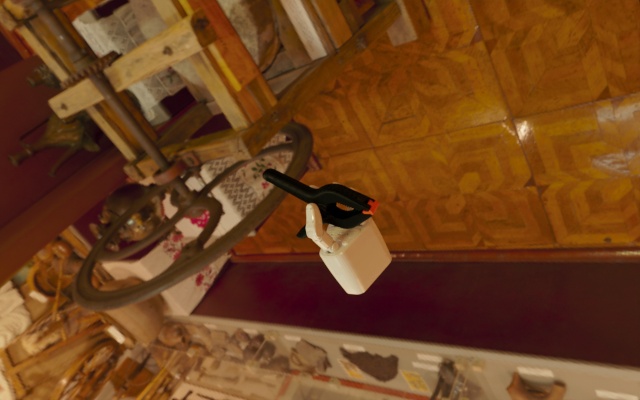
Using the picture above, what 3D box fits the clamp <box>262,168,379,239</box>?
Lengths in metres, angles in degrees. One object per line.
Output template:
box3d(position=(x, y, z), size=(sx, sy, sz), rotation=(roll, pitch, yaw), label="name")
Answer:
box3d(position=(0.000, 0.003, 0.835), size=(0.210, 0.165, 0.036), rotation=(-5, 39, 40), label="clamp")
